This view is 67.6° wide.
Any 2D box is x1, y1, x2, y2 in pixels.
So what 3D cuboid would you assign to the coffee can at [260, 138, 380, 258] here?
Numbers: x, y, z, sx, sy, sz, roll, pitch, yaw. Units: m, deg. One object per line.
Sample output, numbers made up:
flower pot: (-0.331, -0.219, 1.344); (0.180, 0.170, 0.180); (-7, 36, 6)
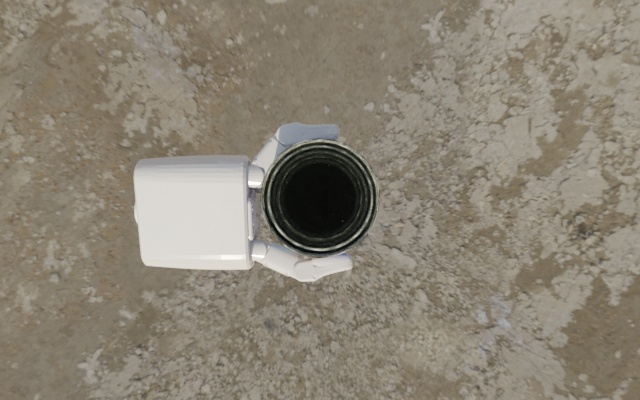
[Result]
coffee can: (0.000, 0.002, 0.475); (0.103, 0.103, 0.140); (0, -3, 0)
